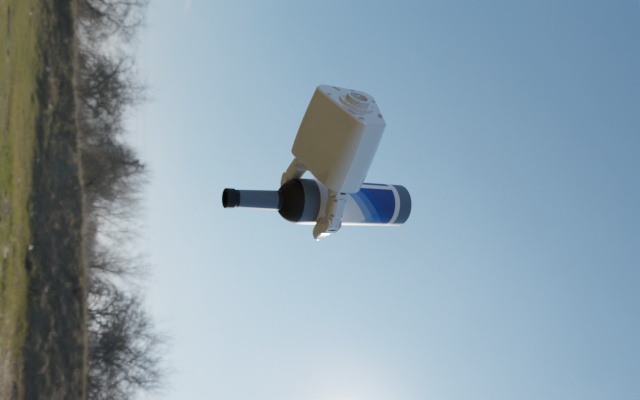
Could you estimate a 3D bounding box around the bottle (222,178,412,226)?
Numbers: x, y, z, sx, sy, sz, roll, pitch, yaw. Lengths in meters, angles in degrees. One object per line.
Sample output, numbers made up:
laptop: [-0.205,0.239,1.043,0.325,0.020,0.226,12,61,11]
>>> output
bottle: [0.000,0.002,0.709,0.296,0.069,0.069,2,-1,-30]
